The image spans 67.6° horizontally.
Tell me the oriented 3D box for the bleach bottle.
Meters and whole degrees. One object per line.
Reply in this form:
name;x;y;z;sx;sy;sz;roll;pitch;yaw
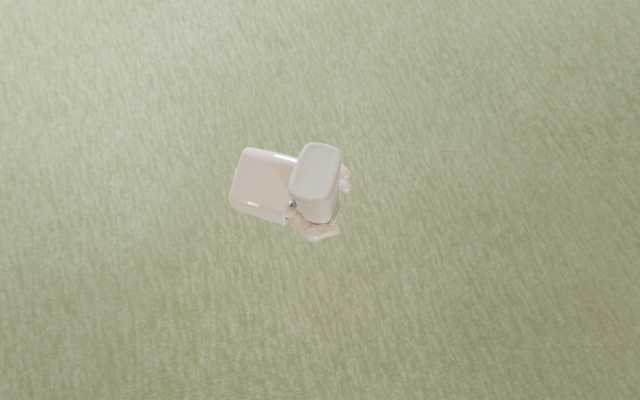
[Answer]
bleach bottle;0.000;0.003;0.818;0.068;0.102;0.251;15;-21;9
